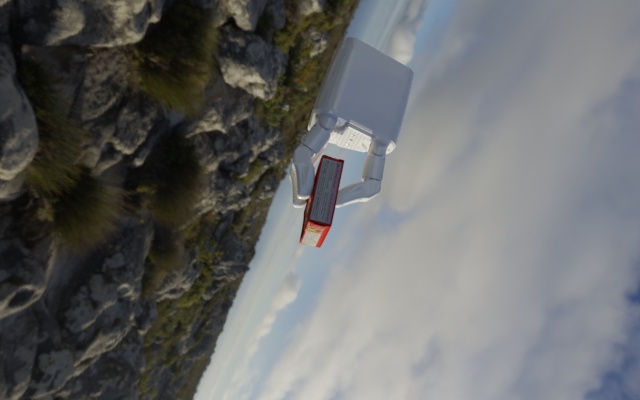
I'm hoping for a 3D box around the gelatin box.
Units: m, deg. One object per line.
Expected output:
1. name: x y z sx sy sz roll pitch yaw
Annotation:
1. gelatin box: 0.000 0.002 0.567 0.030 0.089 0.073 13 -26 -5
